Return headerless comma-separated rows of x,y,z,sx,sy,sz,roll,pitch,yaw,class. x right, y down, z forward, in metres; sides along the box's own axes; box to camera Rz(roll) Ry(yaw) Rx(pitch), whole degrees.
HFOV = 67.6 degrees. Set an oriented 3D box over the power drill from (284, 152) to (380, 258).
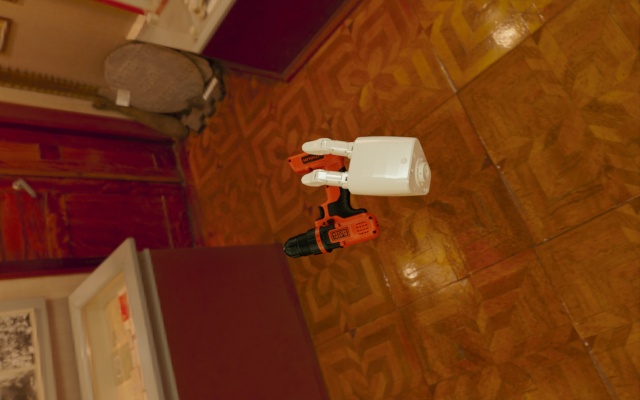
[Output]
0.000,0.002,0.877,0.184,0.187,0.057,-17,-4,15,power drill
